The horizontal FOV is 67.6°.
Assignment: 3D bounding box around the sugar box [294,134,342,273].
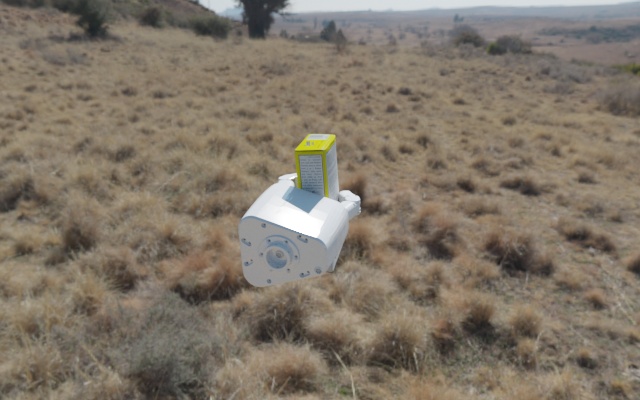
[{"bbox_3d":[0.000,0.002,0.670,0.048,0.176,0.093,2,21,11],"label":"sugar box"}]
